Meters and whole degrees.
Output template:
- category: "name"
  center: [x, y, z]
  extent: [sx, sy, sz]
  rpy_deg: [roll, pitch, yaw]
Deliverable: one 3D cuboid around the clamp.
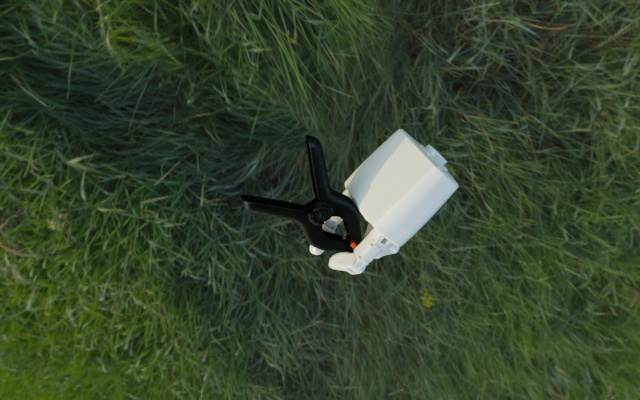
- category: "clamp"
  center: [0.000, 0.002, 0.599]
  extent: [0.171, 0.120, 0.039]
  rpy_deg: [34, 18, -28]
